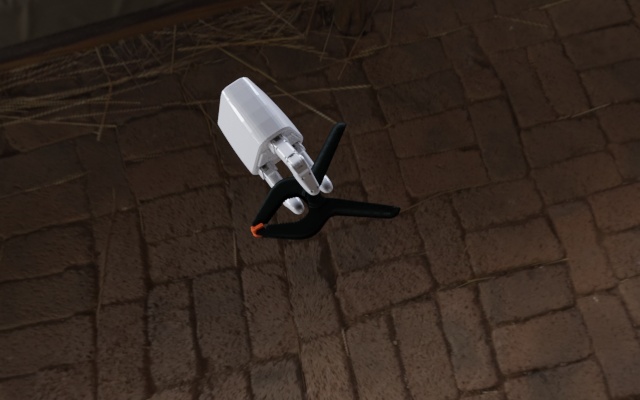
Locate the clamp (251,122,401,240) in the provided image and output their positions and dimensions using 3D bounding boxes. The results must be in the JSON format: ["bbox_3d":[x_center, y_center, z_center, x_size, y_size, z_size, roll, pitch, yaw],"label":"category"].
[{"bbox_3d":[0.000,0.002,0.691,0.210,0.164,0.036,-36,-11,-10],"label":"clamp"}]
